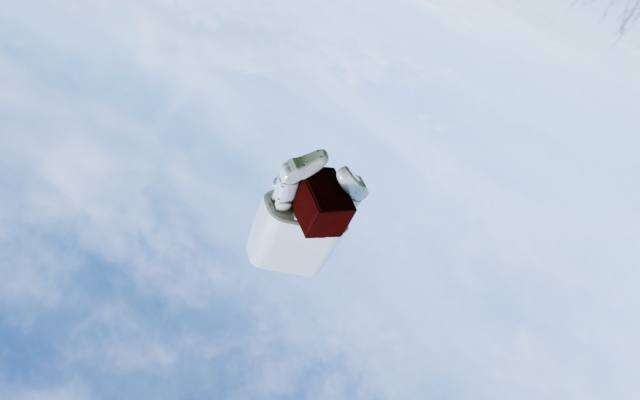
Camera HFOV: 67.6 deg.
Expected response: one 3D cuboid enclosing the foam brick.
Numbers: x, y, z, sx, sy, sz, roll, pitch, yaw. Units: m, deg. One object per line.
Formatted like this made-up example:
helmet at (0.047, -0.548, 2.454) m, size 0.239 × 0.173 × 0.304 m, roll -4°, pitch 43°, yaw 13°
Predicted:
foam brick at (0.000, 0.002, 0.588) m, size 0.053 × 0.078 × 0.051 m, roll 0°, pitch -44°, yaw -30°
